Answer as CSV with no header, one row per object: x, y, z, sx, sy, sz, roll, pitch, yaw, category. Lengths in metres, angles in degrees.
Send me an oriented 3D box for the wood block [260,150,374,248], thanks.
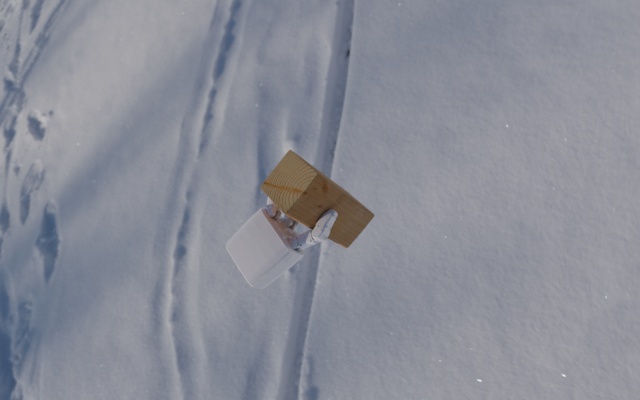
0.000,0.003,0.888,0.090,0.090,0.206,44,7,40,wood block
